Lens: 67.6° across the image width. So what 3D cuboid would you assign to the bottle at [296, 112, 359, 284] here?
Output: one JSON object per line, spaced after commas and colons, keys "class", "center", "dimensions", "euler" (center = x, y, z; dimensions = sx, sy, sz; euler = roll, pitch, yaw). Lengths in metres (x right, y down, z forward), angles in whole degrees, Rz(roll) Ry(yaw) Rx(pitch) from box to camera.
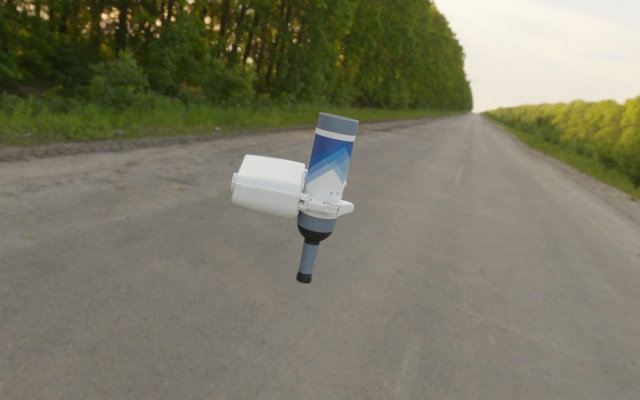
{"class": "bottle", "center": [0.000, 0.002, 0.816], "dimensions": [0.069, 0.296, 0.069], "euler": [12, 14, -3]}
